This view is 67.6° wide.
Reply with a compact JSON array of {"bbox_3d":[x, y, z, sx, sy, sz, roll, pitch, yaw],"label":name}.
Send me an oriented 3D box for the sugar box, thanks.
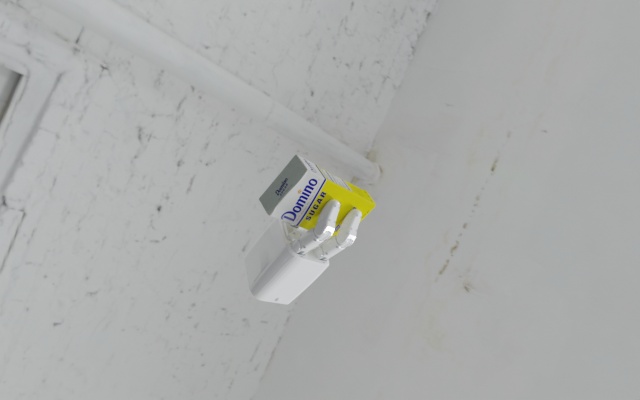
[{"bbox_3d":[0.000,0.003,0.745,0.176,0.093,0.048,22,26,-48],"label":"sugar box"}]
